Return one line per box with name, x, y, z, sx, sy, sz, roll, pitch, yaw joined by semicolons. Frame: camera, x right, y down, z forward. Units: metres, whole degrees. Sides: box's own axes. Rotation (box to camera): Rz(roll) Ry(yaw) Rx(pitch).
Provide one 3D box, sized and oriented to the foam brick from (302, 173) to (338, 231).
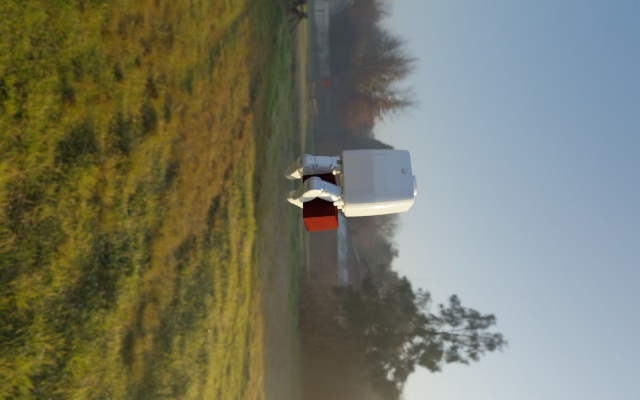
foam brick;0.000;0.003;0.757;0.051;0.078;0.053;-4;-26;6
